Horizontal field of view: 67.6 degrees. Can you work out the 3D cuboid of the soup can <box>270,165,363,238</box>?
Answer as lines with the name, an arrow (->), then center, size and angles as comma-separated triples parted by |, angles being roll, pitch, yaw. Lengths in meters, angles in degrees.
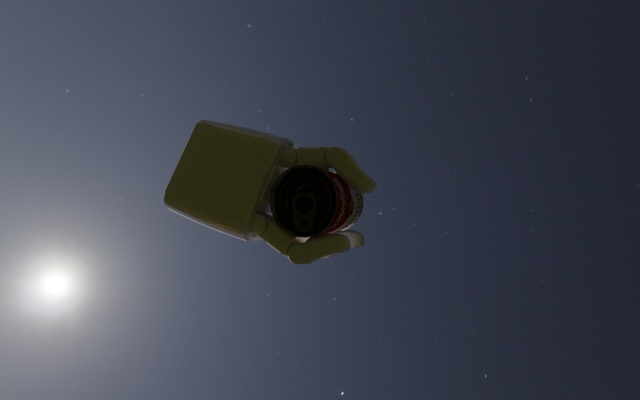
soup can -> 0.001, 0.002, 0.490 | 0.068, 0.068, 0.102 | 0, -1, 19
